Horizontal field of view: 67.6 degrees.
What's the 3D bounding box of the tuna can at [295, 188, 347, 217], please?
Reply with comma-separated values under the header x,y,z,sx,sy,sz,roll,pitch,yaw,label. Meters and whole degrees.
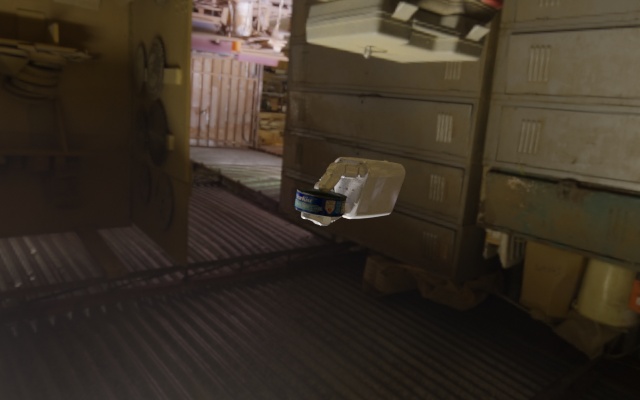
x,y,z,sx,sy,sz,roll,pitch,yaw,label
0.000,0.003,0.806,0.086,0.034,0.086,9,8,-1,tuna can
